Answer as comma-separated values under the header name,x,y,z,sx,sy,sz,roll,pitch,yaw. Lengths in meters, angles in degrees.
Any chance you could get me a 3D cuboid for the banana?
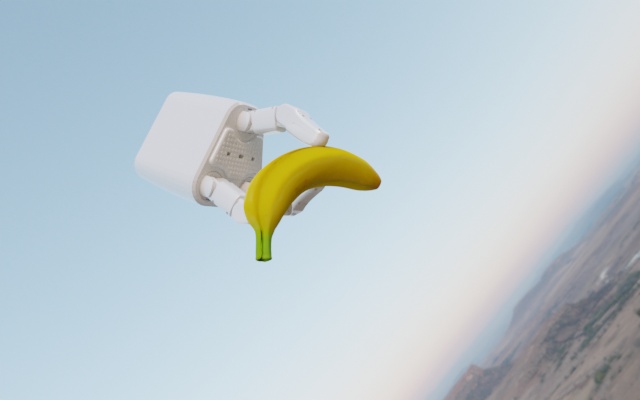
name,x,y,z,sx,sy,sz,roll,pitch,yaw
banana,-0.007,-0.015,0.427,0.037,0.069,0.197,-5,16,38
